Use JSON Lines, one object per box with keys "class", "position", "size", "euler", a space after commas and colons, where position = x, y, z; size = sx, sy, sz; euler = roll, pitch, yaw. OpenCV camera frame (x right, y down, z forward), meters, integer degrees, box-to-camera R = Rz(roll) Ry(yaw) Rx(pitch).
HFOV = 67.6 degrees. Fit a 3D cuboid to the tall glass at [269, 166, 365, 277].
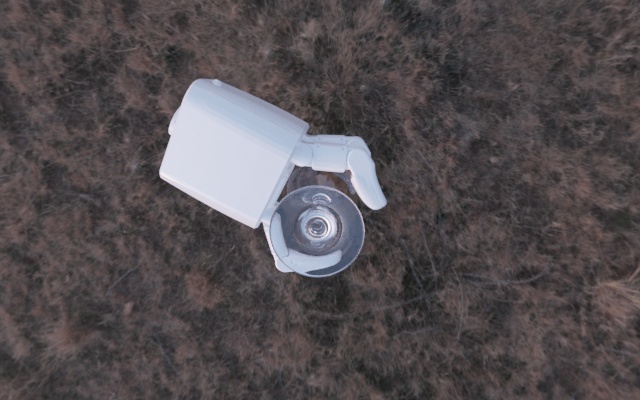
{"class": "tall glass", "position": [0.000, 0.002, 0.465], "size": [0.079, 0.079, 0.201], "euler": [0, 13, 2]}
